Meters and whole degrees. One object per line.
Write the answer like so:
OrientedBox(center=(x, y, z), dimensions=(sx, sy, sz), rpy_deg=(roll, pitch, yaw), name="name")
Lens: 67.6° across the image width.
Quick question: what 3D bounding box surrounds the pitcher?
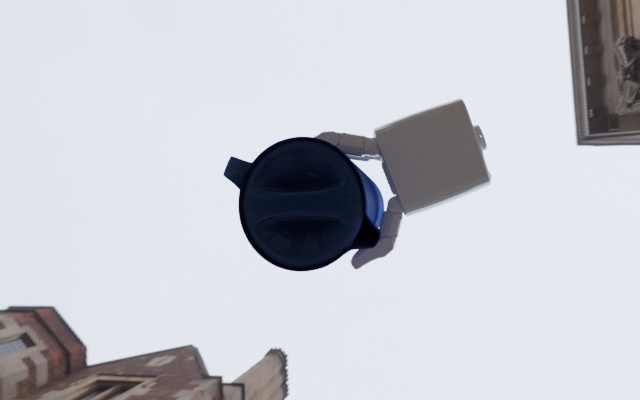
OrientedBox(center=(0.000, 0.002, 0.581), dimensions=(0.145, 0.149, 0.243), rpy_deg=(-22, -7, 13), name="pitcher")
